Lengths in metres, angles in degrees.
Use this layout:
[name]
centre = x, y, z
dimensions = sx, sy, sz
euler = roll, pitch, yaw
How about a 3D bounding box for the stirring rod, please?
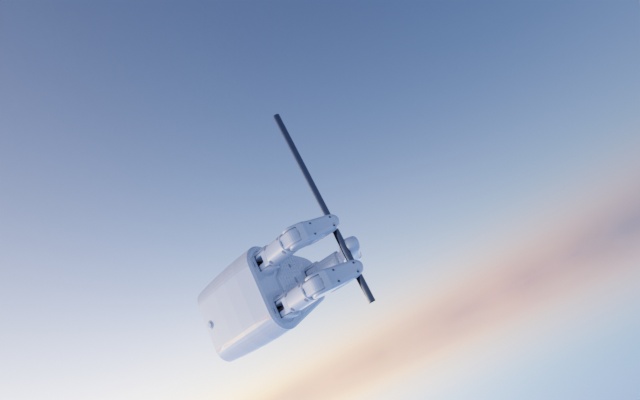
[stirring rod]
centre = 0.000, 0.002, 0.522
dimensions = 0.011, 0.239, 0.011
euler = -24, -19, -9
